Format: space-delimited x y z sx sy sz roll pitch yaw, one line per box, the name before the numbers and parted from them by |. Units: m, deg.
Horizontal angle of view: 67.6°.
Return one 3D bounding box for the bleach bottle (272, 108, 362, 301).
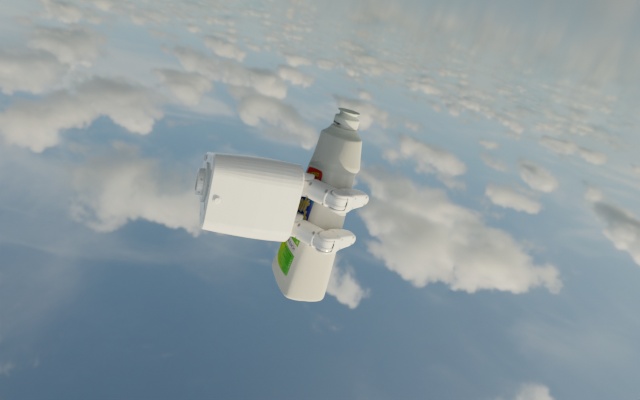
bleach bottle | 0.000 0.002 0.625 0.068 0.251 0.102 9 21 -20
